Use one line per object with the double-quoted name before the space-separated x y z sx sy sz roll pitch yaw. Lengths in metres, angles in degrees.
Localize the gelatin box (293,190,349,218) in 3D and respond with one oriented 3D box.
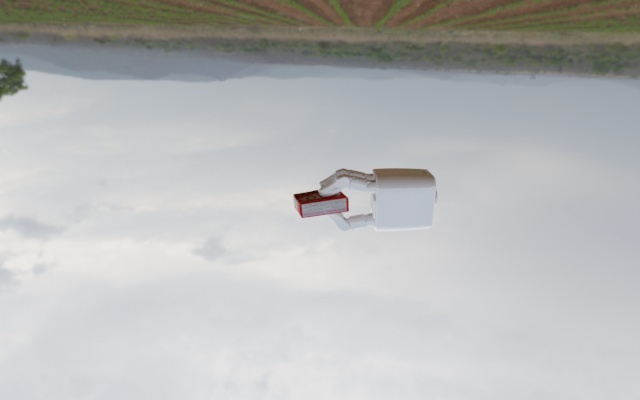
"gelatin box" 0.000 0.003 0.867 0.089 0.030 0.073 -9 17 -11
